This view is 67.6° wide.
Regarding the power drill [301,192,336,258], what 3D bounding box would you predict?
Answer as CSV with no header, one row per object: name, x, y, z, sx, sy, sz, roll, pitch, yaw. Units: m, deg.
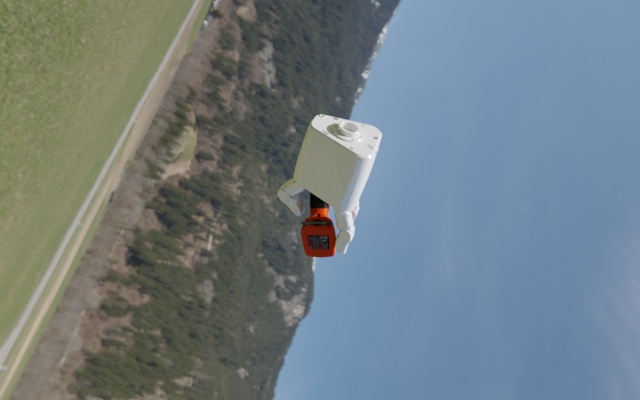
power drill,0.000,0.003,0.855,0.057,0.187,0.185,-2,-31,4
